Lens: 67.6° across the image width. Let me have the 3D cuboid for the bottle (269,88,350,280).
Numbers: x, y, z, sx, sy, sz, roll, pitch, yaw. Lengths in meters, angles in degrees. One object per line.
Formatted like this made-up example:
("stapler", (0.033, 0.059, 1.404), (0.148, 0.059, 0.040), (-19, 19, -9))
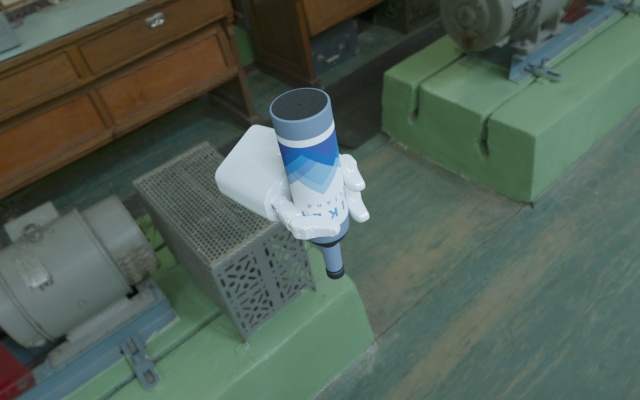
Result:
("bottle", (0.000, 0.002, 0.612), (0.069, 0.296, 0.069), (-6, 43, 6))
